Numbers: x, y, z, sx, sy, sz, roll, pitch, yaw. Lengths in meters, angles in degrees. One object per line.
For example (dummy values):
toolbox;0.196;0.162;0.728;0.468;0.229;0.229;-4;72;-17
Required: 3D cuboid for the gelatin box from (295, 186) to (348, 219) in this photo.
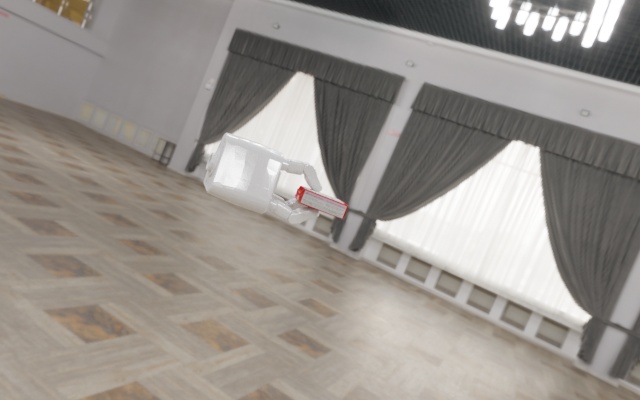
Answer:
gelatin box;0.001;0.003;0.872;0.089;0.030;0.073;20;4;-10
